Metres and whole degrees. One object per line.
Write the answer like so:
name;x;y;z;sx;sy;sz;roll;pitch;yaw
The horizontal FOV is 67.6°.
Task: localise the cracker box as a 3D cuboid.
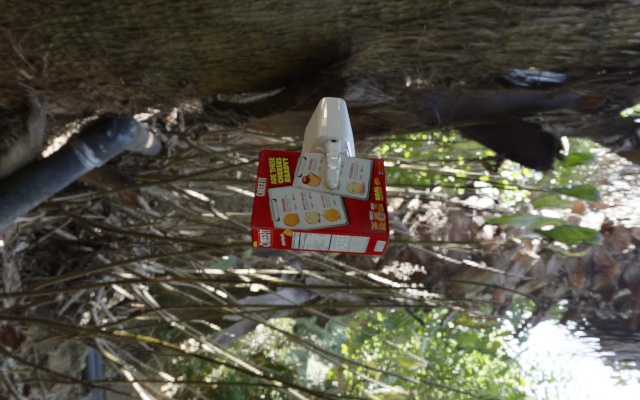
cracker box;0.000;0.002;0.789;0.214;0.164;0.072;4;-38;-3
